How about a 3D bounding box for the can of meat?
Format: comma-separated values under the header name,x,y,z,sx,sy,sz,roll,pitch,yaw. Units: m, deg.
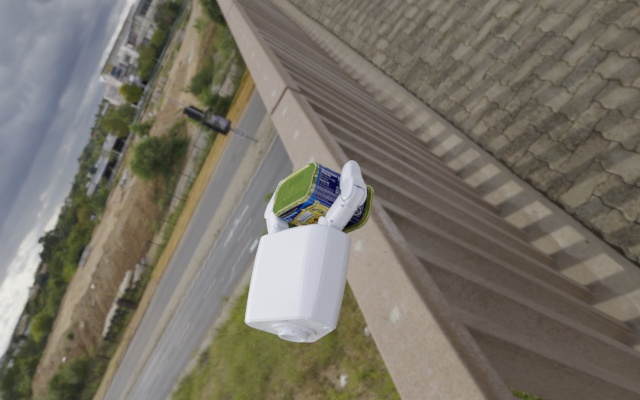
name,x,y,z,sx,sy,sz,roll,pitch,yaw
can of meat,0.000,0.002,0.584,0.084,0.057,0.102,25,-29,-26
